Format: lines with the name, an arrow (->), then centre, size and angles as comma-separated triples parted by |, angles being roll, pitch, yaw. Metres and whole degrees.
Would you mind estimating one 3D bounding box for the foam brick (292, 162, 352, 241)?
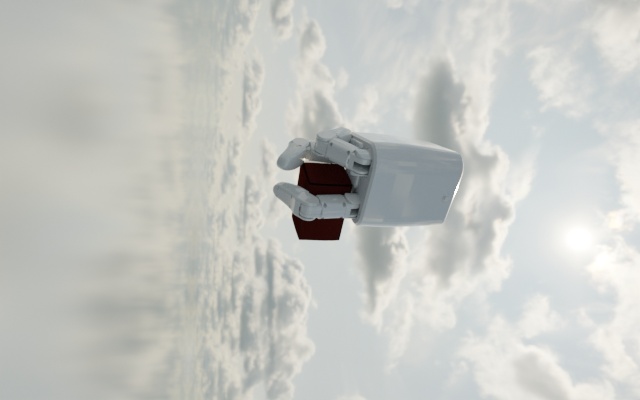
foam brick -> 0.000, 0.002, 0.557 | 0.051, 0.078, 0.053 | 2, 33, -15
